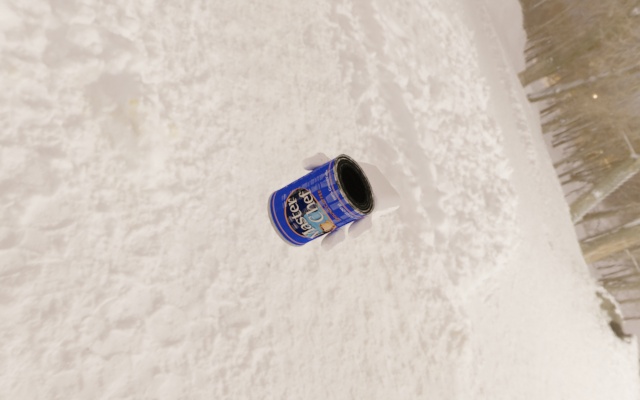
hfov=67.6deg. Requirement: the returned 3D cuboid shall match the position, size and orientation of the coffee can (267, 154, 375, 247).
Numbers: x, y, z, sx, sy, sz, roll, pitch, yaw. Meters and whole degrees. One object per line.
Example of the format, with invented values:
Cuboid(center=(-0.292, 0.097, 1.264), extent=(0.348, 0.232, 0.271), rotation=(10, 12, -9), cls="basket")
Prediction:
Cuboid(center=(0.000, 0.002, 0.762), extent=(0.140, 0.102, 0.103), rotation=(-27, -15, 30), cls="coffee can")
